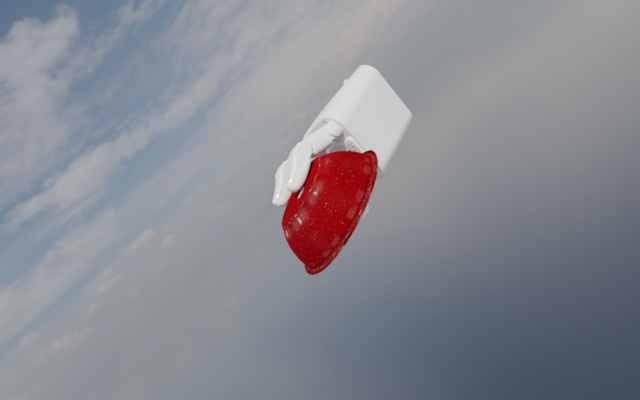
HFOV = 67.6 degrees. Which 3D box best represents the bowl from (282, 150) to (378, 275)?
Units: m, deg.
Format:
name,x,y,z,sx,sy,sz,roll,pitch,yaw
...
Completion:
name,x,y,z,sx,sy,sz,roll,pitch,yaw
bowl,-0.001,0.003,0.551,0.055,0.162,0.162,27,-7,-13
